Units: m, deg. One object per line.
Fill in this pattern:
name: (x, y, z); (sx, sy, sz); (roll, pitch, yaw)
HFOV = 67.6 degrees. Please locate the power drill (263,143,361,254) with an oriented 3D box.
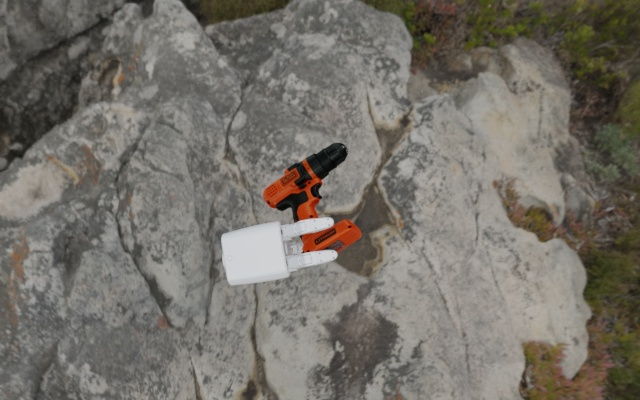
power drill: (0.000, 0.003, 0.867); (0.184, 0.187, 0.057); (-35, -33, 11)
